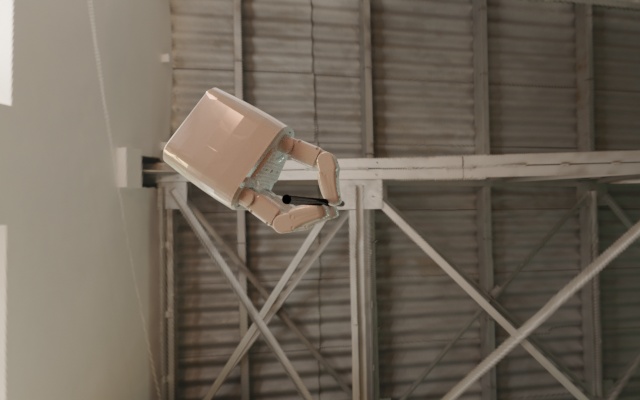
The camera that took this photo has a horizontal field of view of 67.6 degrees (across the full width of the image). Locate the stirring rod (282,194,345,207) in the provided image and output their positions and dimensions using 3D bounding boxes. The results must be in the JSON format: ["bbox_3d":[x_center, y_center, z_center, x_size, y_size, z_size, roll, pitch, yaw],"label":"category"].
[{"bbox_3d":[0.000,0.002,0.507,0.011,0.011,0.239,0,-1,13],"label":"stirring rod"}]
